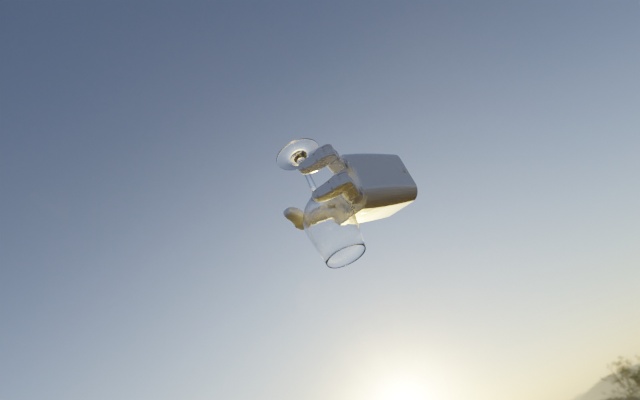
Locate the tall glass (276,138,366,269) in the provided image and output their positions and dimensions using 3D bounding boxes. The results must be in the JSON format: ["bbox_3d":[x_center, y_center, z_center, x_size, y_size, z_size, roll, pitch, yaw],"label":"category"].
[{"bbox_3d":[0.000,0.002,0.726,0.079,0.201,0.079,-18,-31,-12],"label":"tall glass"}]
